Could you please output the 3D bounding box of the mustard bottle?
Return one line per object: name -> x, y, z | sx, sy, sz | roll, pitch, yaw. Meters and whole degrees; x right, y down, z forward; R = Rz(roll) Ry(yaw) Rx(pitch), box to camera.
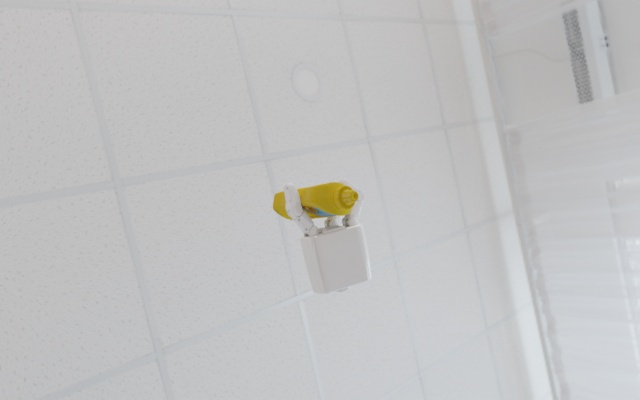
mustard bottle -> 0.000, 0.003, 0.867 | 0.096, 0.058, 0.191 | 17, -15, -34
